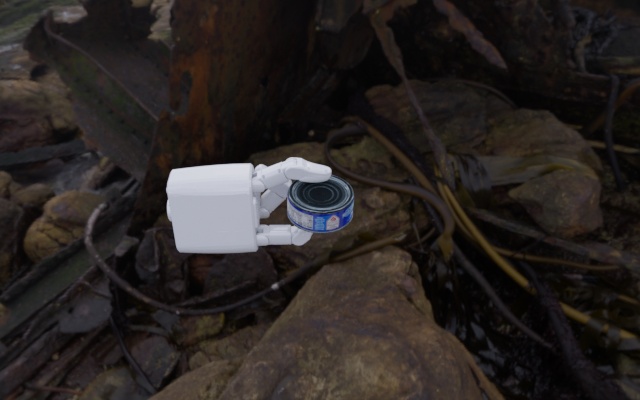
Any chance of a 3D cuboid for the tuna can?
[{"bbox_3d":[0.000,0.002,0.608,0.086,0.034,0.086,2,38,-1],"label":"tuna can"}]
